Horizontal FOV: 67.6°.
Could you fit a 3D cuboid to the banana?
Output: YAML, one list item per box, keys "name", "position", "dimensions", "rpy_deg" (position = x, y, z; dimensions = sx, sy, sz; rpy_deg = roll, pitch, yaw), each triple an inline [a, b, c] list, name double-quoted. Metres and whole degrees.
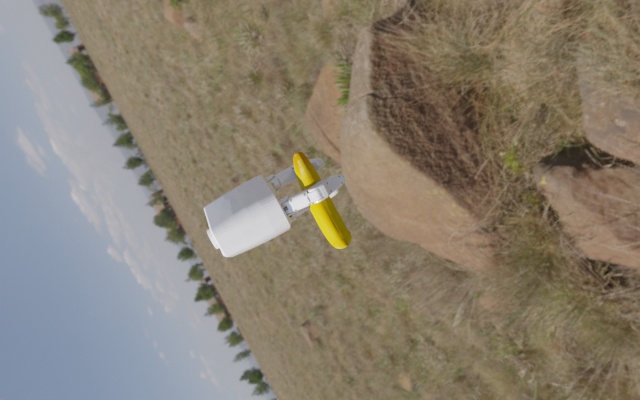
- name: "banana"
  position: [0.006, 0.015, 0.740]
  dimensions: [0.037, 0.198, 0.069]
  rpy_deg: [-28, 37, 2]
